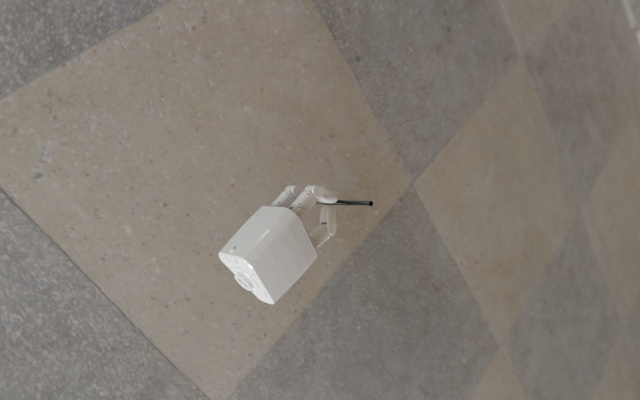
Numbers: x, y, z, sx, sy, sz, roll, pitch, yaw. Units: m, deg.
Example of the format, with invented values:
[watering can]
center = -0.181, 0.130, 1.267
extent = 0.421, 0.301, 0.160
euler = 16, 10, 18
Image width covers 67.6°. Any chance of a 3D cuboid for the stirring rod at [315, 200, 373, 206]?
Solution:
[stirring rod]
center = 0.000, 0.003, 0.795
extent = 0.011, 0.011, 0.239
euler = 0, 1, -38
